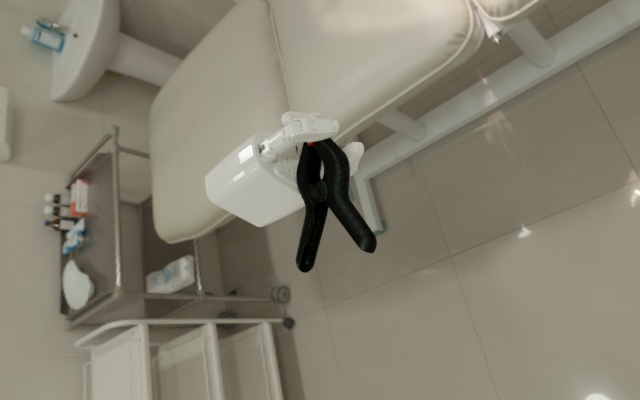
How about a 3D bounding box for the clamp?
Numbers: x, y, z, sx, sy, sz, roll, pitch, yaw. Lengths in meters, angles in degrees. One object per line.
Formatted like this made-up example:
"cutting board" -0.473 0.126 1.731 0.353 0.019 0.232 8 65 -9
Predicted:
"clamp" 0.000 0.002 0.573 0.120 0.171 0.039 -30 -29 33
